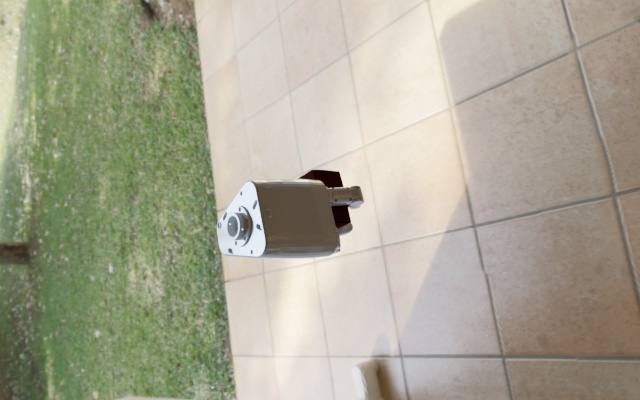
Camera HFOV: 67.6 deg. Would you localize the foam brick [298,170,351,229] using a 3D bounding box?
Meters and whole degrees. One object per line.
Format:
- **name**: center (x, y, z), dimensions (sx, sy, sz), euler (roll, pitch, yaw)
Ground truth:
- **foam brick**: center (0.000, 0.002, 0.656), dimensions (0.051, 0.078, 0.053), euler (1, -21, -41)
